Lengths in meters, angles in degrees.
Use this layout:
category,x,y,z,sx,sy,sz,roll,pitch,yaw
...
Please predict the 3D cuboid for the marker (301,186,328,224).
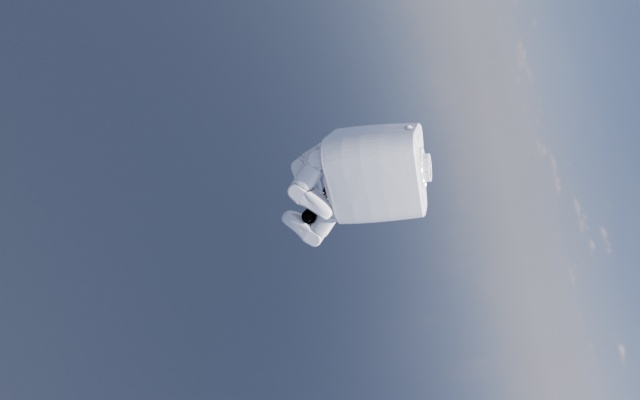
category,x,y,z,sx,sy,sz,roll,pitch,yaw
marker,0.000,0.002,0.641,0.020,0.020,0.121,0,20,17
